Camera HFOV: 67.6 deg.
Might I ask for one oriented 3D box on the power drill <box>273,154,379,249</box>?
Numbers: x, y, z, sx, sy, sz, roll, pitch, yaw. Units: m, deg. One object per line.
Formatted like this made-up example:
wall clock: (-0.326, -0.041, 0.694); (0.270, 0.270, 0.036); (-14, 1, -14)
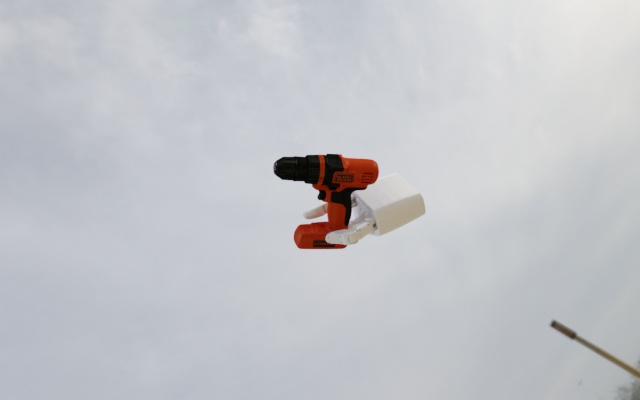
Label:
power drill: (0.000, 0.003, 0.856); (0.184, 0.188, 0.057); (2, 37, -13)
